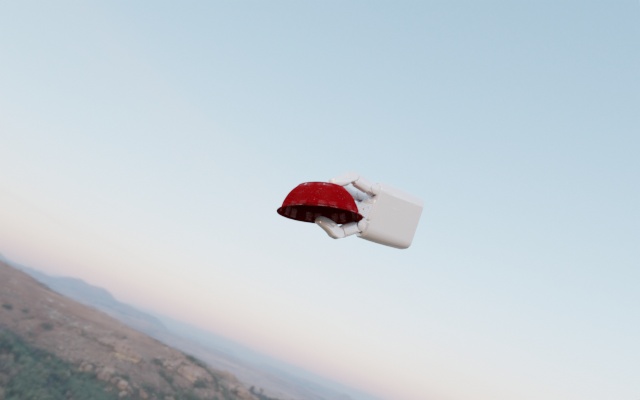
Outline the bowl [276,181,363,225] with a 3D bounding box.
[{"bbox_3d":[-0.001,0.002,0.892,0.162,0.055,0.162,4,-14,1],"label":"bowl"}]
